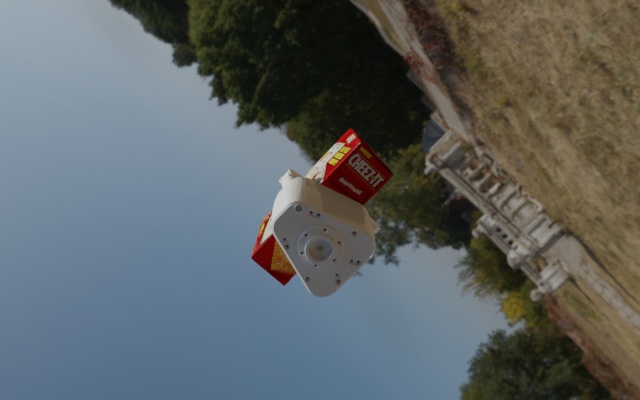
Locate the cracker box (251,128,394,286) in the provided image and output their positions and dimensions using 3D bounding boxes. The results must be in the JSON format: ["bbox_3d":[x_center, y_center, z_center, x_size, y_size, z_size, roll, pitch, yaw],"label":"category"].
[{"bbox_3d":[0.000,0.002,0.699,0.072,0.214,0.164,43,11,-11],"label":"cracker box"}]
